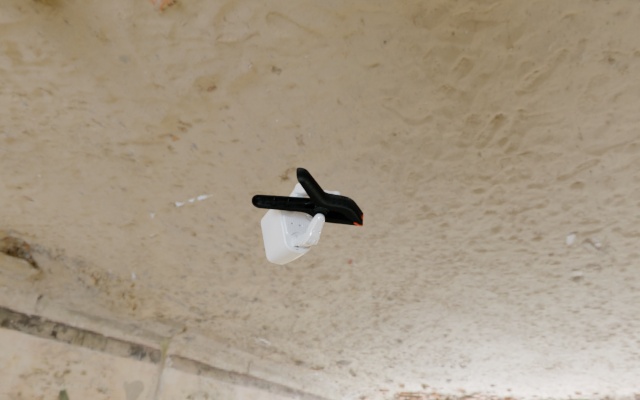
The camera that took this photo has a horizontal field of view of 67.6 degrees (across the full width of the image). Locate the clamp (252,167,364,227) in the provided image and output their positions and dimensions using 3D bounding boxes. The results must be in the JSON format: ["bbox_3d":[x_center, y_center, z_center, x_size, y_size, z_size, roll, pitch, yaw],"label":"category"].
[{"bbox_3d":[0.000,0.004,0.865,0.210,0.036,0.164,17,-26,-24],"label":"clamp"}]
